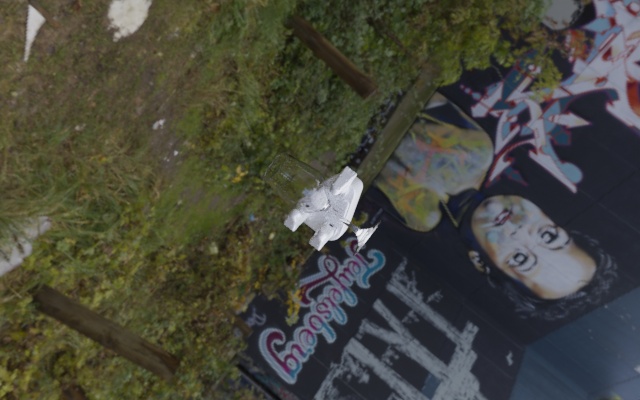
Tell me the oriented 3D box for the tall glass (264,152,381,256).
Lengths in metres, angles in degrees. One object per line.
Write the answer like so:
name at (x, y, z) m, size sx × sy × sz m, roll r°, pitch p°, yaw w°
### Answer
tall glass at (0.001, 0.003, 0.804) m, size 0.201 × 0.079 × 0.079 m, roll 38°, pitch 5°, yaw 6°
